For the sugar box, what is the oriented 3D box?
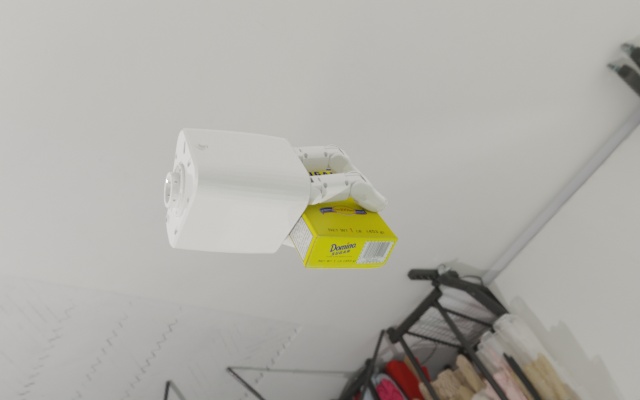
[{"bbox_3d":[0.000,0.001,0.518,0.093,0.048,0.176,4,34,-29],"label":"sugar box"}]
